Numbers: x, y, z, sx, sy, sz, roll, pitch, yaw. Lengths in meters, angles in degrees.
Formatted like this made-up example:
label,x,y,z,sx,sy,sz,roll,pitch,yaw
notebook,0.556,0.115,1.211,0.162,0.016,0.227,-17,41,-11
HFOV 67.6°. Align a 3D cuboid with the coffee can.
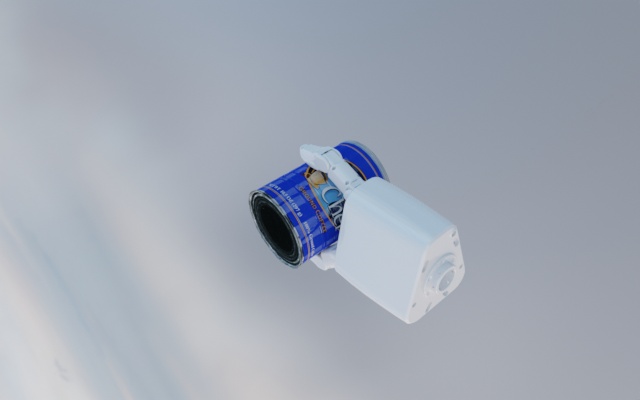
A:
label,x,y,z,sx,sy,sz,roll,pitch,yaw
coffee can,0.000,0.002,0.576,0.140,0.103,0.103,-31,15,-26
